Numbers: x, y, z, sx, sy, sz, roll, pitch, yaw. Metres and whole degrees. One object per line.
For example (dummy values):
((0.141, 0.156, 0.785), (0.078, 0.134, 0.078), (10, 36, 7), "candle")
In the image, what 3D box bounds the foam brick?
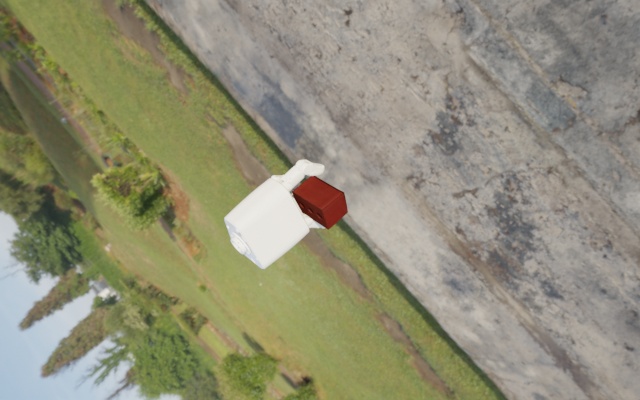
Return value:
((0.000, 0.003, 0.817), (0.051, 0.053, 0.078), (-41, 50, -23), "foam brick")
